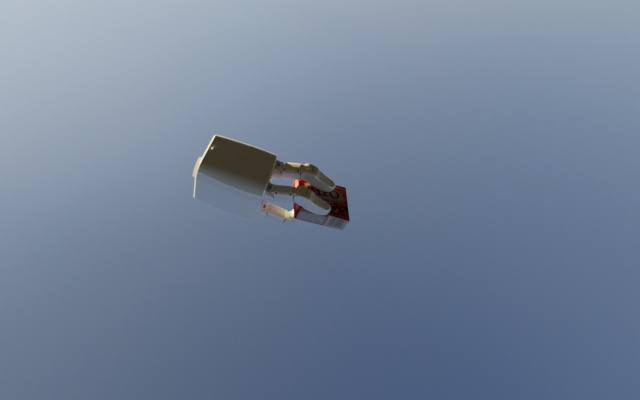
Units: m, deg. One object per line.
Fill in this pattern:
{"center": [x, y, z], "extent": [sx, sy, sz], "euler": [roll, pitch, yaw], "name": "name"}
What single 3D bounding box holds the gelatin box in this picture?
{"center": [0.000, 0.003, 0.770], "extent": [0.089, 0.073, 0.030], "euler": [15, -45, -20], "name": "gelatin box"}
